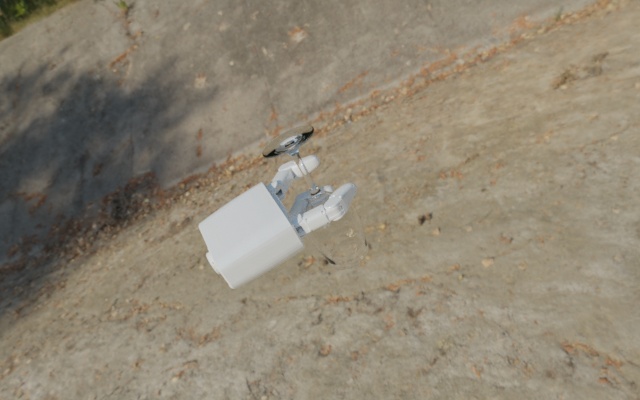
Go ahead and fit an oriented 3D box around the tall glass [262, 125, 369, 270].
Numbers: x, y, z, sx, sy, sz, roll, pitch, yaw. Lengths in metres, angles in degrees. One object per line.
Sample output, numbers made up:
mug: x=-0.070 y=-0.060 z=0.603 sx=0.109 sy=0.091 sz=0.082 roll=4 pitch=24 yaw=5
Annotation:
tall glass: x=0.000 y=0.002 z=0.654 sx=0.079 sy=0.201 sz=0.079 roll=-22 pitch=27 yaw=12
